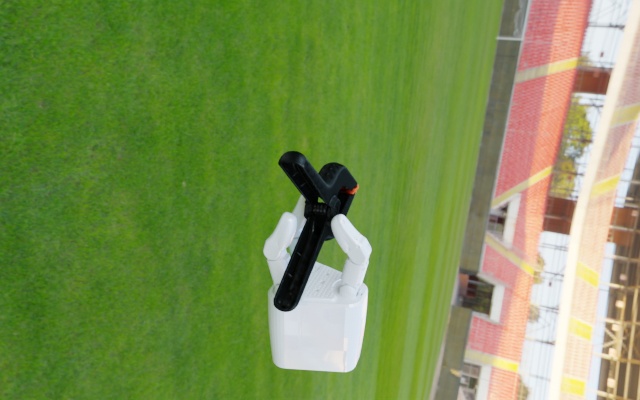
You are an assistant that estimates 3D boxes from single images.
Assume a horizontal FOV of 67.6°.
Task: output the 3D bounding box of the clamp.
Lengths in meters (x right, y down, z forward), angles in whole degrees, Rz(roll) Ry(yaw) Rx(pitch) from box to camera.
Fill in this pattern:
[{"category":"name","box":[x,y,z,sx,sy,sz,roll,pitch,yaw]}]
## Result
[{"category":"clamp","box":[0.001,0.002,0.534,0.036,0.165,0.210,11,26,18]}]
